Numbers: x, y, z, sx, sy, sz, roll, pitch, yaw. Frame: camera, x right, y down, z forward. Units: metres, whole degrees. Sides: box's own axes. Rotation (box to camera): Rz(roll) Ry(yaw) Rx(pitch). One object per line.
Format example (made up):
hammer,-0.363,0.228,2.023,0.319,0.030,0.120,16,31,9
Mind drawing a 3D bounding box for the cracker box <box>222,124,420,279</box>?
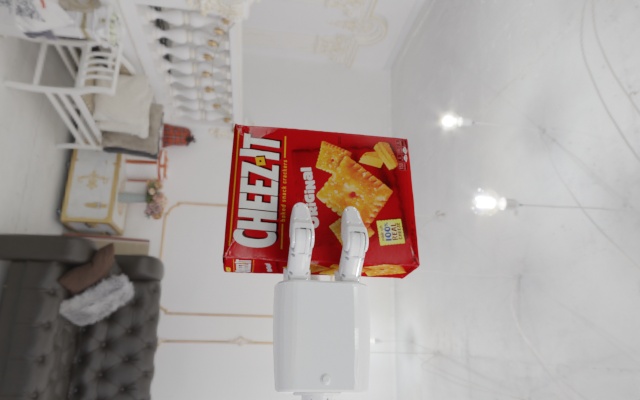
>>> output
cracker box,0.000,0.002,0.559,0.214,0.164,0.072,4,-23,-9
